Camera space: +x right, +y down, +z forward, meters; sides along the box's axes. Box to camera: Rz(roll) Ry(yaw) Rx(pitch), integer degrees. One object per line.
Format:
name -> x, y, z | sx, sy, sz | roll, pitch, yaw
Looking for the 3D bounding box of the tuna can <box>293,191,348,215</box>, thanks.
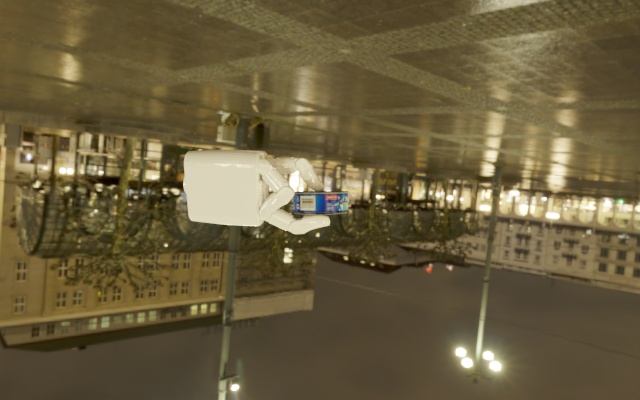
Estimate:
tuna can -> 0.000, 0.003, 0.732 | 0.086, 0.034, 0.086 | -1, 2, 0
